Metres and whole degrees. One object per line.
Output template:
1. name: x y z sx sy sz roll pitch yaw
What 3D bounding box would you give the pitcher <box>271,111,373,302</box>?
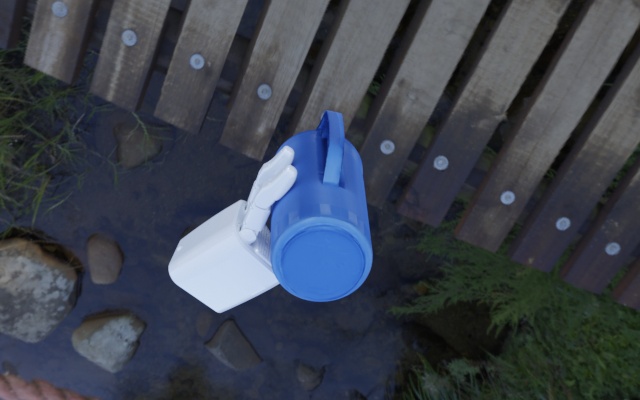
1. pitcher: 0.000 0.002 0.595 0.145 0.149 0.242 -29 24 12
